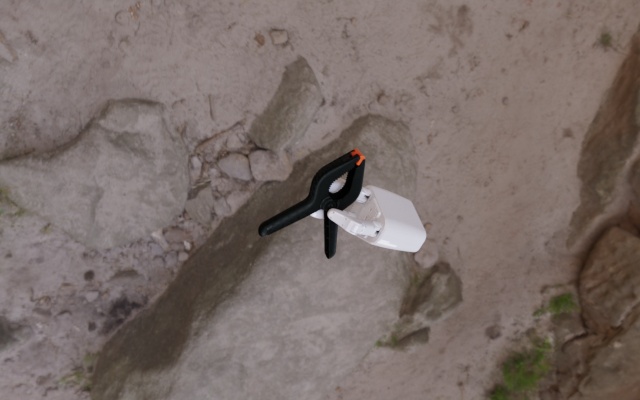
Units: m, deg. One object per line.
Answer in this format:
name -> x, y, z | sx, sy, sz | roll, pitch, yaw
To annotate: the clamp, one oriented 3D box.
clamp -> 0.001, 0.003, 0.804 | 0.164, 0.210, 0.036 | 15, 24, -34
